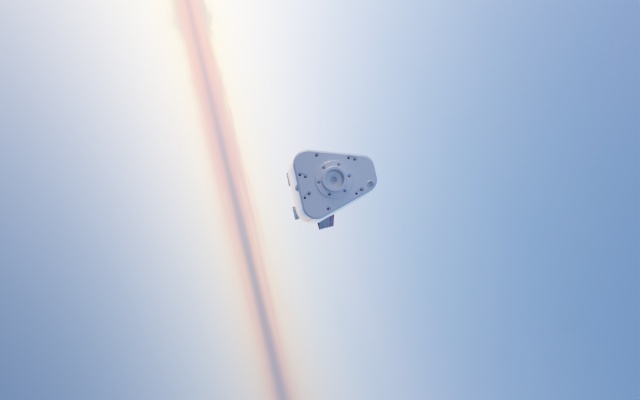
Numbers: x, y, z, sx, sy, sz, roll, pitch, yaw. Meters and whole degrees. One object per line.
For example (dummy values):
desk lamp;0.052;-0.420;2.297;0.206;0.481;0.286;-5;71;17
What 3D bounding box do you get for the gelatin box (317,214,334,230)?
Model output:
gelatin box;0.001;0.003;0.791;0.030;0.073;0.089;-14;-15;-2
